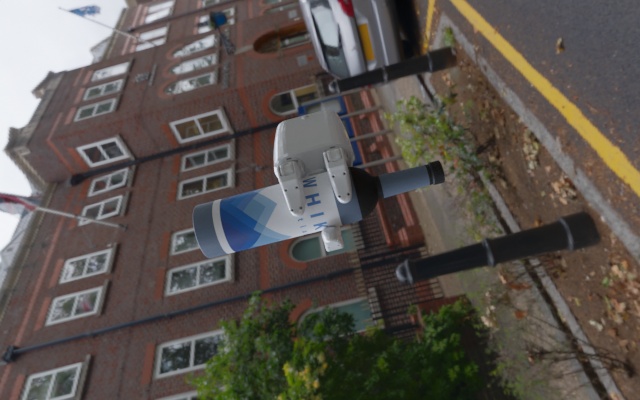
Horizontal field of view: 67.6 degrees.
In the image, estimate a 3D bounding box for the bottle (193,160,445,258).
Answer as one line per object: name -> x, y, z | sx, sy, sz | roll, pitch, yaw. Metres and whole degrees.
bottle -> 0.000, 0.002, 0.571 | 0.296, 0.069, 0.069 | -14, -1, 4
